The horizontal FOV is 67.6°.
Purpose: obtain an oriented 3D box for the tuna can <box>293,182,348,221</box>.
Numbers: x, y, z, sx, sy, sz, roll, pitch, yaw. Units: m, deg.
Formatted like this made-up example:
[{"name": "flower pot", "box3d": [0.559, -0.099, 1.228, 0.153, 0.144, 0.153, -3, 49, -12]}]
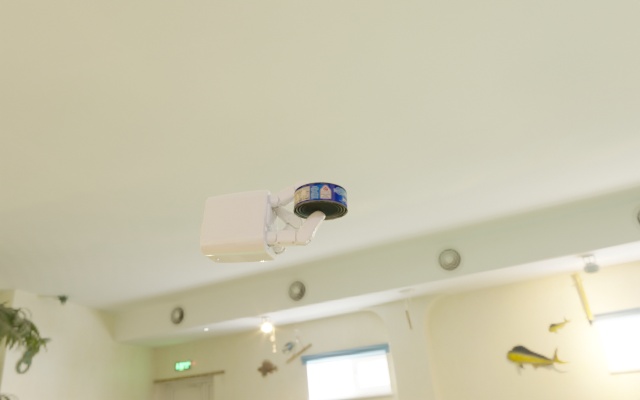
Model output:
[{"name": "tuna can", "box3d": [0.000, 0.002, 0.754, 0.086, 0.033, 0.086, 0, -22, 0]}]
